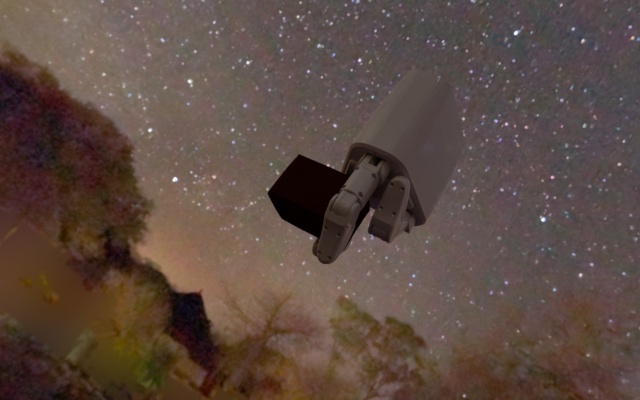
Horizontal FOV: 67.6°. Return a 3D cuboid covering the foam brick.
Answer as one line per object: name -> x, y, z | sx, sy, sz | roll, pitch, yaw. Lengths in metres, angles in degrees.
foam brick -> 0.000, 0.001, 0.455 | 0.078, 0.051, 0.053 | 26, -22, 22
